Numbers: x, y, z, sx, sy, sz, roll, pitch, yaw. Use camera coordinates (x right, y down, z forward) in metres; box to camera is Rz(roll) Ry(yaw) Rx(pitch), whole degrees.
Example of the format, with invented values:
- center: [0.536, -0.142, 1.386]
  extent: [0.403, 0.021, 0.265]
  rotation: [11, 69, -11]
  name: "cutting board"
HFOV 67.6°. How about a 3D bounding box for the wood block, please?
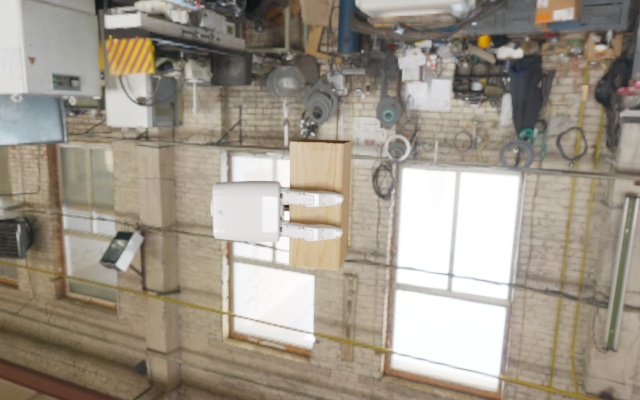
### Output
- center: [0.000, 0.003, 0.807]
  extent: [0.090, 0.206, 0.091]
  rotation: [4, 11, 11]
  name: "wood block"
